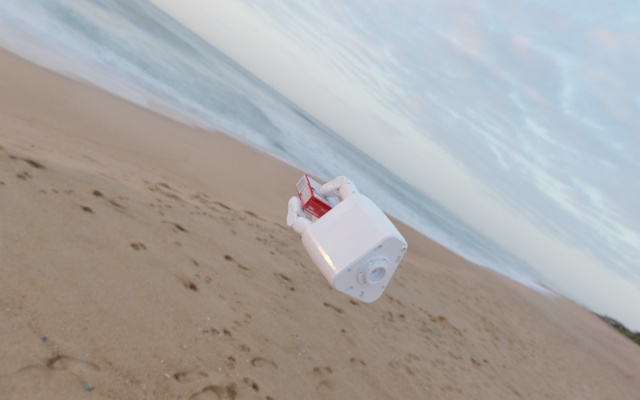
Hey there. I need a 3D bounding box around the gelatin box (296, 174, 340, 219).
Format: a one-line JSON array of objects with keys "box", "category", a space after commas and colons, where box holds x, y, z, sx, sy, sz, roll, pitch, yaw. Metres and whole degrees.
[{"box": [0.000, 0.002, 0.776, 0.073, 0.030, 0.089, 34, 16, -24], "category": "gelatin box"}]
